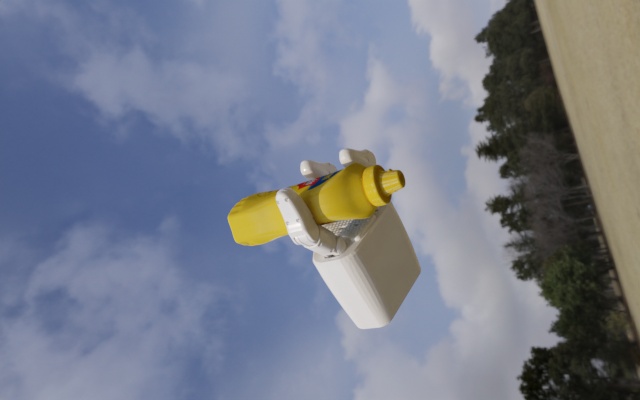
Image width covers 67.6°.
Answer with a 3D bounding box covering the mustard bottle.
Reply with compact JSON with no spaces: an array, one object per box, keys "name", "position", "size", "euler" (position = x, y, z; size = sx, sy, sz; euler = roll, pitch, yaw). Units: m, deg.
[{"name":"mustard bottle","position":[0.000,0.001,0.512],"size":[0.191,0.058,0.096],"euler":[-15,3,30]}]
